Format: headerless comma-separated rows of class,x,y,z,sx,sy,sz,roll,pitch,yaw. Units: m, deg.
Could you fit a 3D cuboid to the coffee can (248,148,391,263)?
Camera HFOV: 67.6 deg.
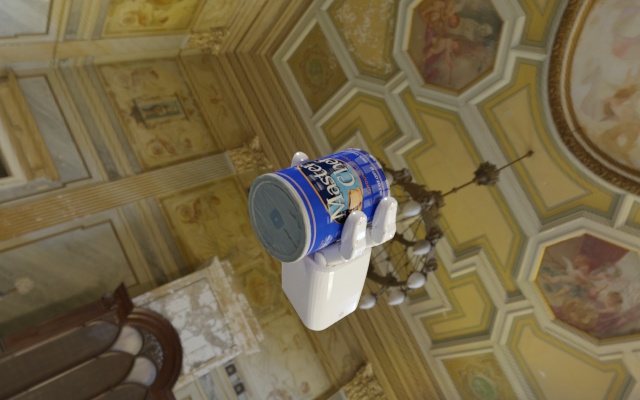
coffee can,0.000,0.002,0.570,0.140,0.103,0.103,-21,14,-39
